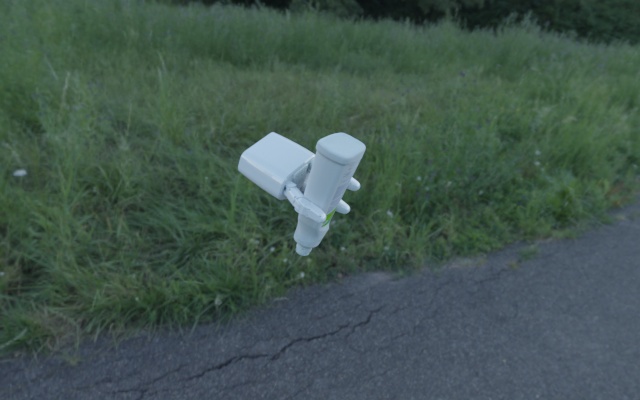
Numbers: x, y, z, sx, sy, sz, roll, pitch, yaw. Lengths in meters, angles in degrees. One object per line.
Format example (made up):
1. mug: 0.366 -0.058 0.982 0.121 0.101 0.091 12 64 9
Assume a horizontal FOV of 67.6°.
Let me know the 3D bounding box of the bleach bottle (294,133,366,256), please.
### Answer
1. bleach bottle: 0.000 0.003 0.880 0.068 0.251 0.102 32 32 17
